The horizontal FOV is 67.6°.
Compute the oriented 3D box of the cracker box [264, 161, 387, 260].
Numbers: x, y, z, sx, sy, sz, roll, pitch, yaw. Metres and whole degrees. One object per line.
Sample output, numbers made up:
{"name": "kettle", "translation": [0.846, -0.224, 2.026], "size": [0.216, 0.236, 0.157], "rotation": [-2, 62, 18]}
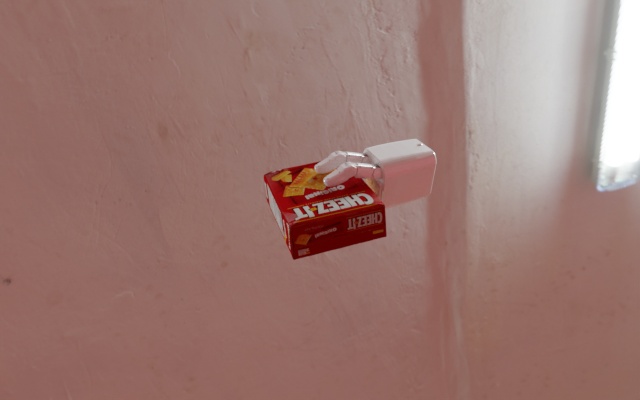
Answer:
{"name": "cracker box", "translation": [0.000, 0.003, 0.848], "size": [0.164, 0.072, 0.213], "rotation": [-13, 29, -12]}
